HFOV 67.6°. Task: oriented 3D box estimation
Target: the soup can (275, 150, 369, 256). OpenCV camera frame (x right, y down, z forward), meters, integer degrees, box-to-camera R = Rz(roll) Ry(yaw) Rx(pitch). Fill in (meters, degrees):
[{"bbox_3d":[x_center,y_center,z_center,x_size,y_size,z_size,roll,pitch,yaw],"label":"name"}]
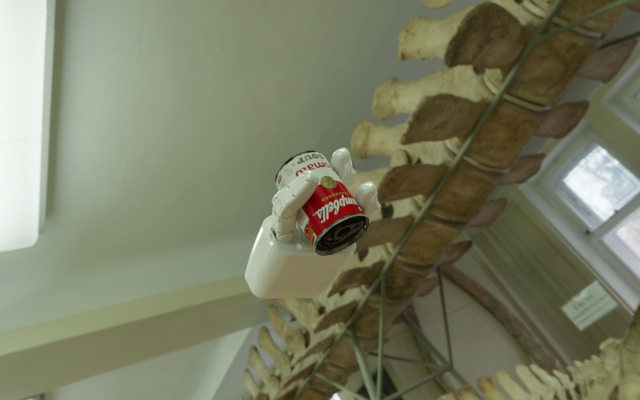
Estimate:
[{"bbox_3d":[0.000,0.001,0.538,0.068,0.102,0.069,-24,-30,-15],"label":"soup can"}]
